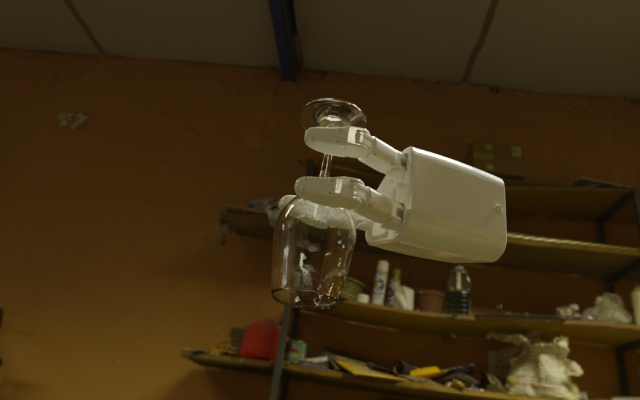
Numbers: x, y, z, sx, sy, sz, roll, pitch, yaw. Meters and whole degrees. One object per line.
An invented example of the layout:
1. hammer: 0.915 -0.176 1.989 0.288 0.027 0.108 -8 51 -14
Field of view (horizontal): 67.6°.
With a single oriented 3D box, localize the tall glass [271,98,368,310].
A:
1. tall glass: 0.000 0.001 0.469 0.079 0.201 0.079 7 -27 4
